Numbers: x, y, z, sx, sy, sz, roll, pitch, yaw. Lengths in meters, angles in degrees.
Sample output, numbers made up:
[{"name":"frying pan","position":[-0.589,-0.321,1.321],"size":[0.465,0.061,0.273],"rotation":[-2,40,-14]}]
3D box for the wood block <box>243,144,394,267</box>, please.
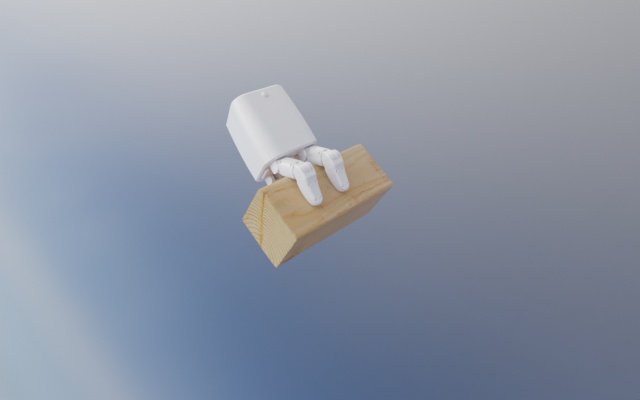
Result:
[{"name":"wood block","position":[0.000,0.002,0.719],"size":[0.206,0.090,0.091],"rotation":[-27,-16,-37]}]
